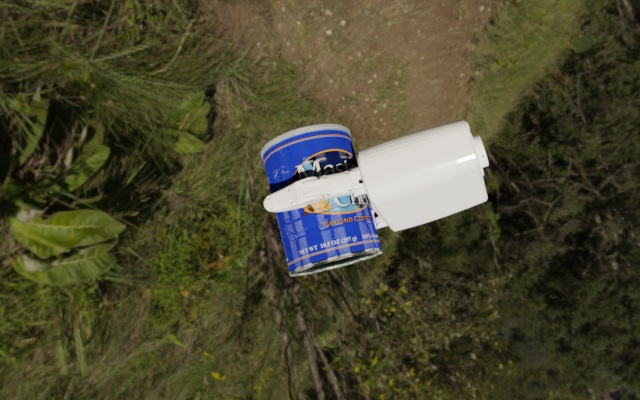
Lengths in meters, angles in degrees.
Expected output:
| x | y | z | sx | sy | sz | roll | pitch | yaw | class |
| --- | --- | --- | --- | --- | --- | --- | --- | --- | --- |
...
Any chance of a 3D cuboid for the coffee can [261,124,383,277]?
| x | y | z | sx | sy | sz | roll | pitch | yaw | class |
| --- | --- | --- | --- | --- | --- | --- | --- | --- | --- |
| 0.000 | 0.002 | 0.520 | 0.103 | 0.140 | 0.103 | -14 | -12 | -3 | coffee can |
